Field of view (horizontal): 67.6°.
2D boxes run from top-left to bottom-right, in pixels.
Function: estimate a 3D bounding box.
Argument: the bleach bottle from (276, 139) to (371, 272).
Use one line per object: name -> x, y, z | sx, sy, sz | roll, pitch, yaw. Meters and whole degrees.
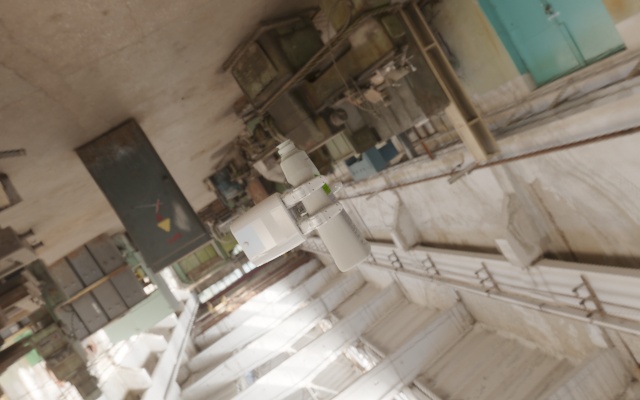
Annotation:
bleach bottle -> 0.000, 0.003, 0.868 | 0.068, 0.251, 0.102 | -31, 3, 8
